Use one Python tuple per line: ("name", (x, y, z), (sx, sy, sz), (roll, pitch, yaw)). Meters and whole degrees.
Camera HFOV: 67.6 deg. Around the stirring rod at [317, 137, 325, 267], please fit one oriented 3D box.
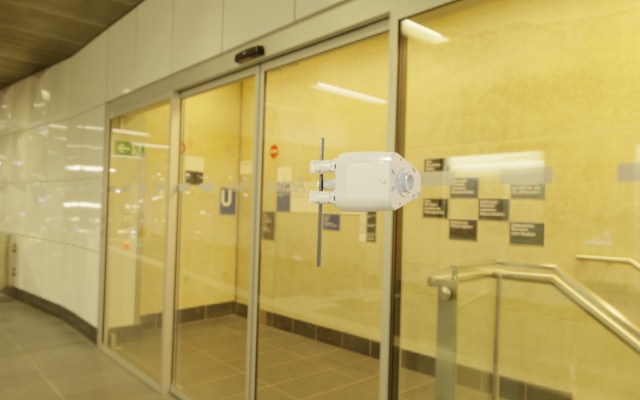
("stirring rod", (0.000, 0.003, 0.890), (0.011, 0.239, 0.011), (2, -1, 0))
